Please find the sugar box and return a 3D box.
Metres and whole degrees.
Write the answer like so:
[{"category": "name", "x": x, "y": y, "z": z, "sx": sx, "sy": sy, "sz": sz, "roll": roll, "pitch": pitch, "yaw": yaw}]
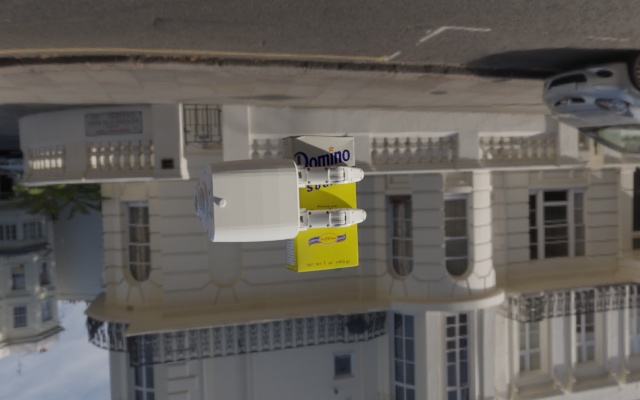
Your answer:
[{"category": "sugar box", "x": 0.000, "y": 0.002, "z": 0.641, "sx": 0.093, "sy": 0.176, "sz": 0.048, "roll": -3, "pitch": 4, "yaw": -24}]
